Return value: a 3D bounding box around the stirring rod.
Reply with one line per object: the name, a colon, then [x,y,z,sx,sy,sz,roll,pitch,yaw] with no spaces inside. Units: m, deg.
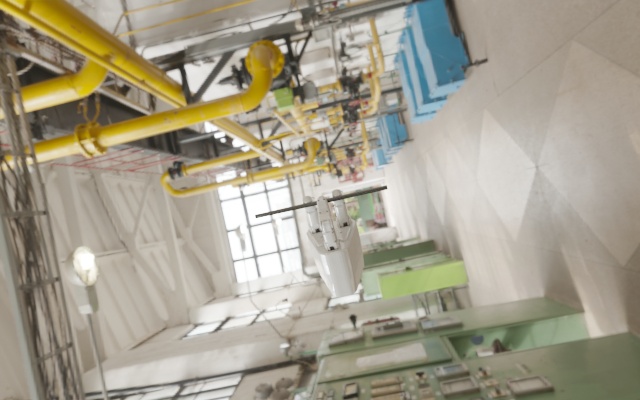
stirring rod: [0.000,0.003,0.846,0.239,0.011,0.011,-13,-1,5]
